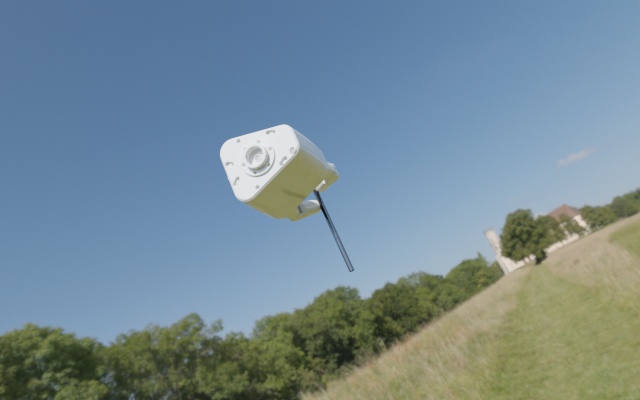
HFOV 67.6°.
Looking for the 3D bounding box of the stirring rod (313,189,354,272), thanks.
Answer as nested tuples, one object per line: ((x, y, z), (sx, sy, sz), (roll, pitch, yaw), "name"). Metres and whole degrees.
((0.000, 0.003, 0.753), (0.011, 0.239, 0.011), (-22, -20, -8), "stirring rod")
